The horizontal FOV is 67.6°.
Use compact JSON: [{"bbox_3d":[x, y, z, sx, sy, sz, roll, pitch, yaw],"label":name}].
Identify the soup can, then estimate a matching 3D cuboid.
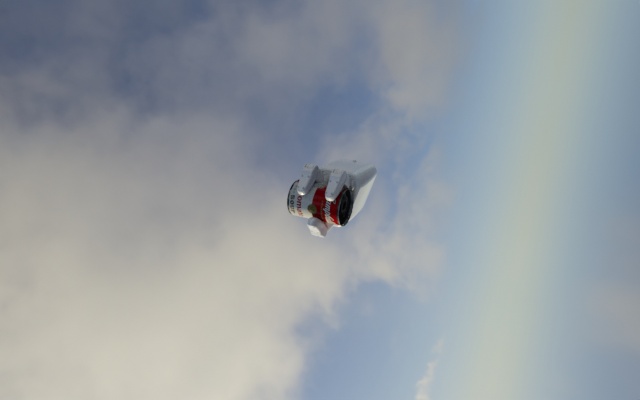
[{"bbox_3d":[0.000,0.003,0.854,0.102,0.068,0.068,12,5,23],"label":"soup can"}]
